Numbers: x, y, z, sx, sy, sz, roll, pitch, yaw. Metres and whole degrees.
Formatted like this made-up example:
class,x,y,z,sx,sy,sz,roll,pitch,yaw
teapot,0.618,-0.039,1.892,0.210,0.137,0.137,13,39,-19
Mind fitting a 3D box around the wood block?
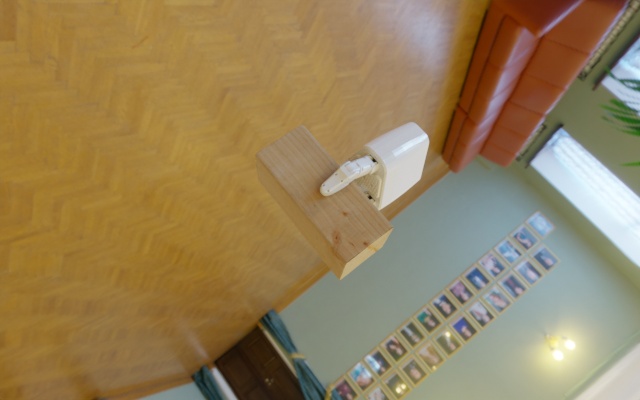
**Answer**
class,x,y,z,sx,sy,sz,roll,pitch,yaw
wood block,0.001,0.002,0.709,0.090,0.206,0.091,-35,-17,-18
